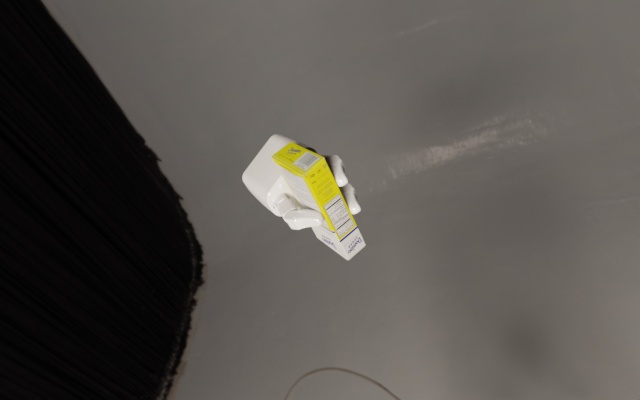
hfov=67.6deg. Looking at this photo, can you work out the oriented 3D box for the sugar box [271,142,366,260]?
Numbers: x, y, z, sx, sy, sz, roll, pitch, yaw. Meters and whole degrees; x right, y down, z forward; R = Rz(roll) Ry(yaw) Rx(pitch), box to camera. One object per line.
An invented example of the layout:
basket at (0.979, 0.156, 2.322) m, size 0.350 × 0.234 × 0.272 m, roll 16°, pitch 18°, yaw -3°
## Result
sugar box at (0.000, 0.002, 0.714) m, size 0.048 × 0.176 × 0.093 m, roll -41°, pitch 38°, yaw -14°
